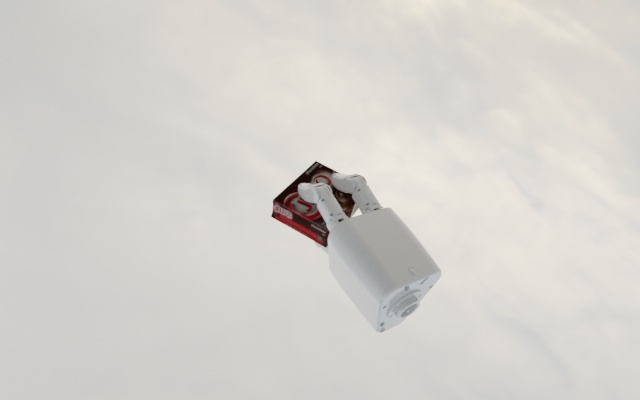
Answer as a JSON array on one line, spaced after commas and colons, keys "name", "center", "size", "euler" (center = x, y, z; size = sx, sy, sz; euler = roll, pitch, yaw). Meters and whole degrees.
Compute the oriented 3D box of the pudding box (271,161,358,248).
[{"name": "pudding box", "center": [0.000, 0.002, 0.655], "size": [0.090, 0.039, 0.113], "euler": [29, 43, 15]}]
